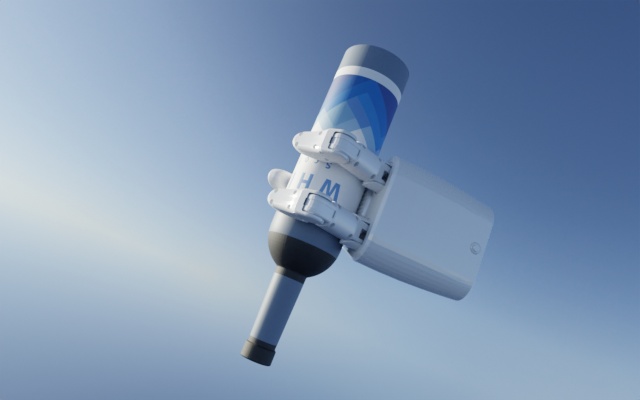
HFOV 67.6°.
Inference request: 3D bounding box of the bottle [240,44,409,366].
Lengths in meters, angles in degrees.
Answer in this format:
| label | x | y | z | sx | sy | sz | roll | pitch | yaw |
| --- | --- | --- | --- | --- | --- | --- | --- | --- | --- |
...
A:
| label | x | y | z | sx | sy | sz | roll | pitch | yaw |
| --- | --- | --- | --- | --- | --- | --- | --- | --- | --- |
| bottle | 0.000 | 0.001 | 0.432 | 0.069 | 0.295 | 0.069 | 21 | -13 | 5 |
